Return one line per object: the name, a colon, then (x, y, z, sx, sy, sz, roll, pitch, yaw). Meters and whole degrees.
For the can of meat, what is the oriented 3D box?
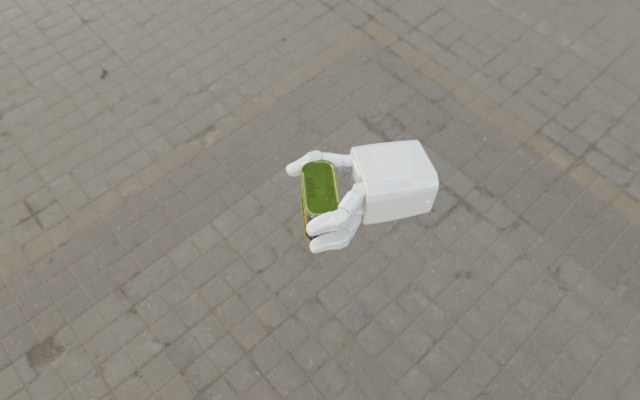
can of meat: (0.000, 0.002, 0.712, 0.057, 0.102, 0.084, -6, -31, -3)
